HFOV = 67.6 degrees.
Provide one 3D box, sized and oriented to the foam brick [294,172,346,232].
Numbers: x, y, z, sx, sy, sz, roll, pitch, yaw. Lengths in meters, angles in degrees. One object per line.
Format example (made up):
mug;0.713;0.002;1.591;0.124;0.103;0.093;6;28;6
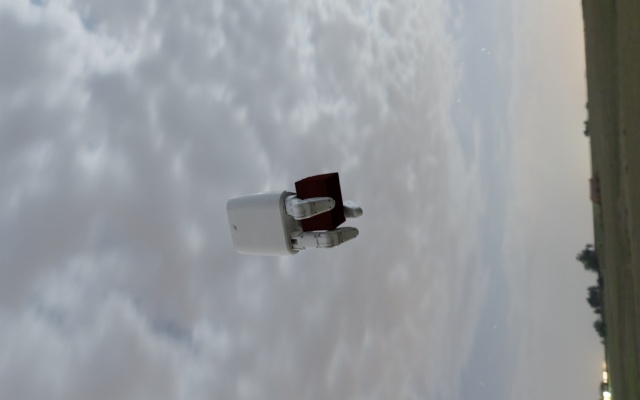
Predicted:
foam brick;0.000;0.002;0.709;0.051;0.078;0.053;-4;11;26
